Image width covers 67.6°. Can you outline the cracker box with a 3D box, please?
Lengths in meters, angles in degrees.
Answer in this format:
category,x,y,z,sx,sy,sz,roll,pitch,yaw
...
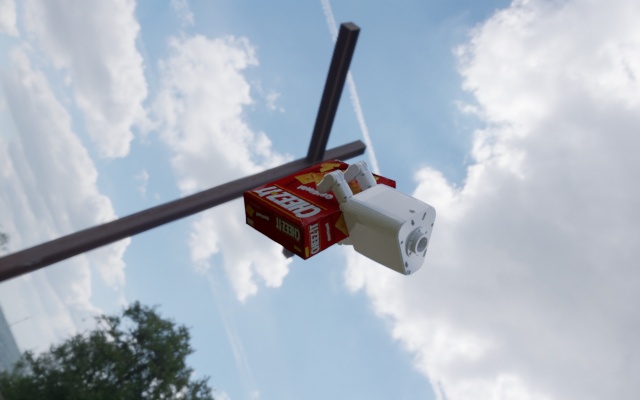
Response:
category,x,y,z,sx,sy,sz,roll,pitch,yaw
cracker box,0.000,0.003,0.825,0.213,0.072,0.164,-23,33,-36
